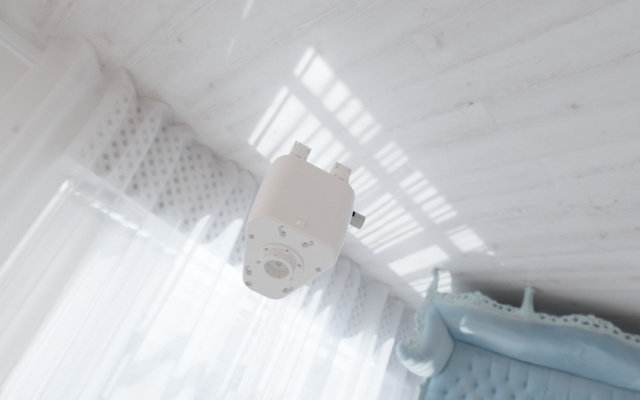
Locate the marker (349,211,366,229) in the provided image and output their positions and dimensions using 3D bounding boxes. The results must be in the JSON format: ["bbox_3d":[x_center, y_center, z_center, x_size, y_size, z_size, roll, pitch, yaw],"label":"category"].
[{"bbox_3d":[0.000,0.002,0.602,0.121,0.020,0.020,27,-3,-6],"label":"marker"}]
